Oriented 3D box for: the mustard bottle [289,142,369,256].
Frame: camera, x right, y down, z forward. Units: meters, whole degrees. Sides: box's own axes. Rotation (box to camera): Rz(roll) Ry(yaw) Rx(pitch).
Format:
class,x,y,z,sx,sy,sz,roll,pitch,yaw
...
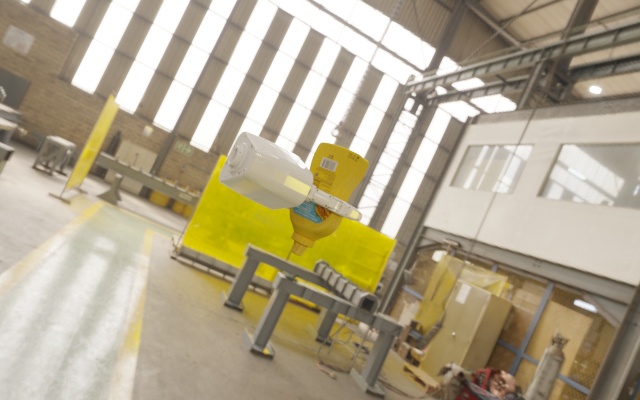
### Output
class,x,y,z,sx,sy,sz,roll,pitch,yaw
mustard bottle,0.000,0.002,0.794,0.096,0.191,0.058,24,-3,34
